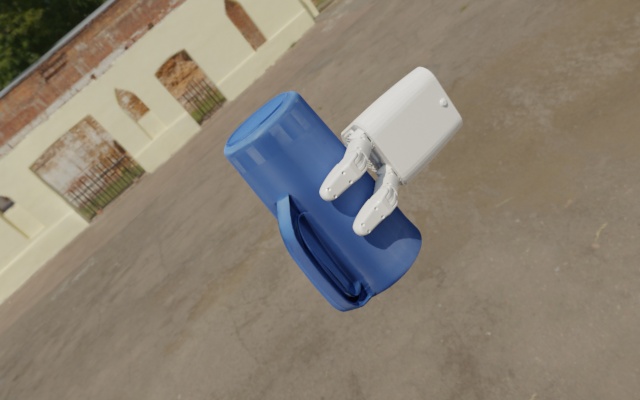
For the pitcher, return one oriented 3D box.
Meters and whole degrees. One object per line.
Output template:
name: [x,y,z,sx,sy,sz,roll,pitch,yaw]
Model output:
pitcher: [0.000,0.002,0.561,0.145,0.243,0.149,-43,21,-7]
